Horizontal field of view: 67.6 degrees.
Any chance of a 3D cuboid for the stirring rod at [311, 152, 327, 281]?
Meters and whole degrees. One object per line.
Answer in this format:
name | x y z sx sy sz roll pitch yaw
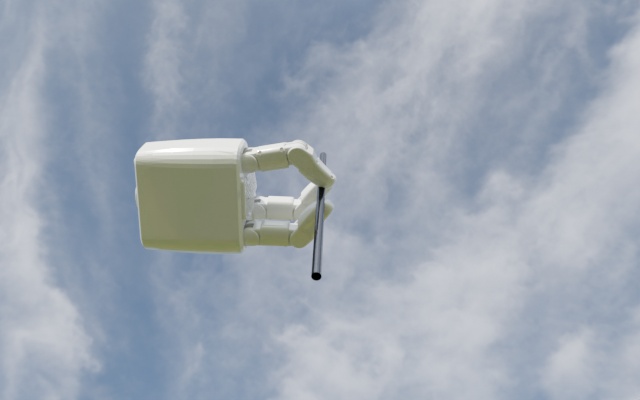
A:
stirring rod | 0.000 0.002 0.468 0.011 0.011 0.239 0 28 2
